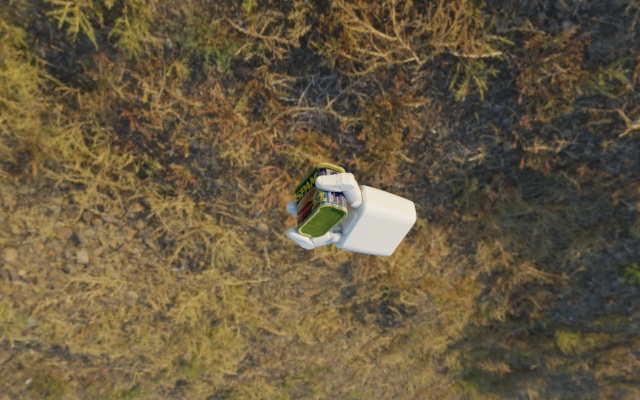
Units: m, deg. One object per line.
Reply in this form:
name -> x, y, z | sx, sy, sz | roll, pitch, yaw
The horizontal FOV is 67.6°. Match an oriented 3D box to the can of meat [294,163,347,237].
can of meat -> 0.000, 0.003, 0.789 | 0.057, 0.084, 0.102 | 17, -40, -27
